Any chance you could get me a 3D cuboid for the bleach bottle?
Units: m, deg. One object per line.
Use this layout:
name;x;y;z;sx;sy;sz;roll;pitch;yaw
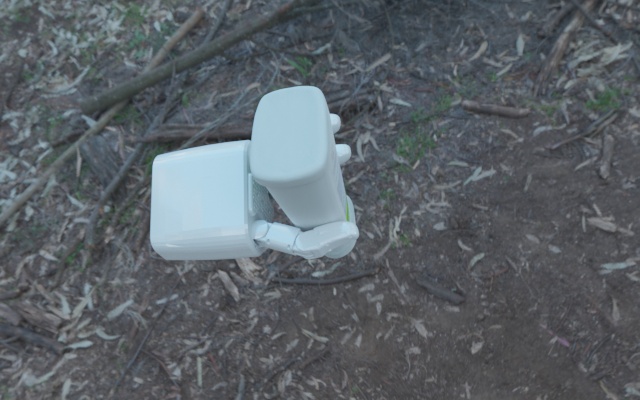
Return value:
bleach bottle;0.000;0.002;0.500;0.068;0.102;0.251;-6;-31;11
